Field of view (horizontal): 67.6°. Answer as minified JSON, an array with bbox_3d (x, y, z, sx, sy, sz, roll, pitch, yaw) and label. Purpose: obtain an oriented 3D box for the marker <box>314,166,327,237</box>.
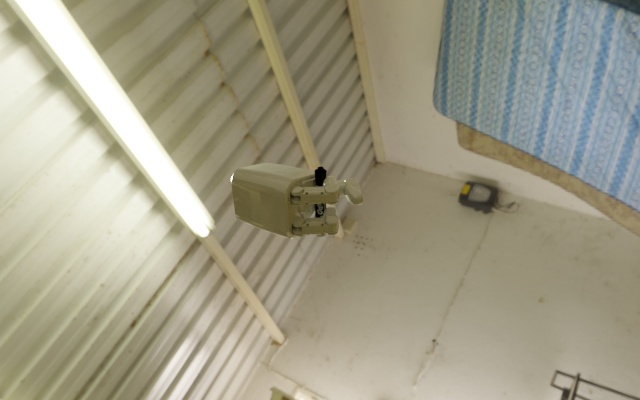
[{"bbox_3d":[0.000,0.002,0.754,0.020,0.121,0.020,0,30,0],"label":"marker"}]
